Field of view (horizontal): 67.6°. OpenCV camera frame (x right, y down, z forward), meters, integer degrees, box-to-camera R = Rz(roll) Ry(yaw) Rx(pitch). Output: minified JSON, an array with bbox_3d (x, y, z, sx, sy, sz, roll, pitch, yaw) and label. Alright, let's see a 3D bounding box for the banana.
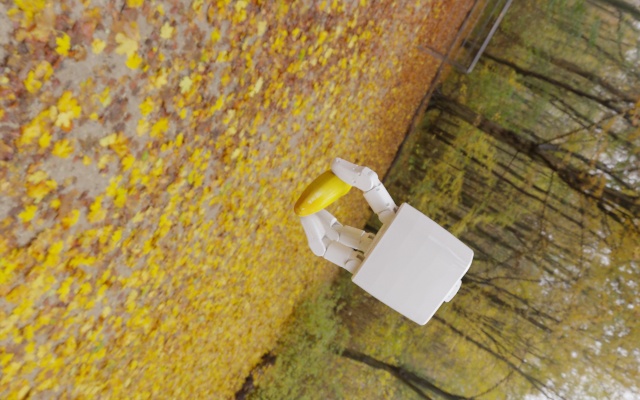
[{"bbox_3d":[0.012,-0.013,0.628,0.037,0.069,0.198,38,8,5],"label":"banana"}]
